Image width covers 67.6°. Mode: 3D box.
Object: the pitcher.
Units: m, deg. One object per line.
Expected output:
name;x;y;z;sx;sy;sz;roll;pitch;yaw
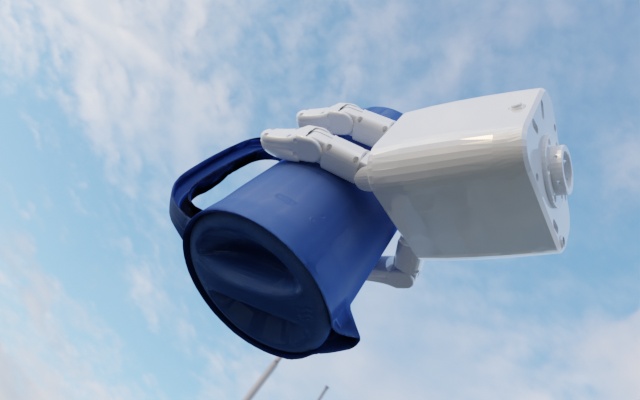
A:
pitcher;0.000;0.001;0.424;0.145;0.149;0.242;-6;26;38
